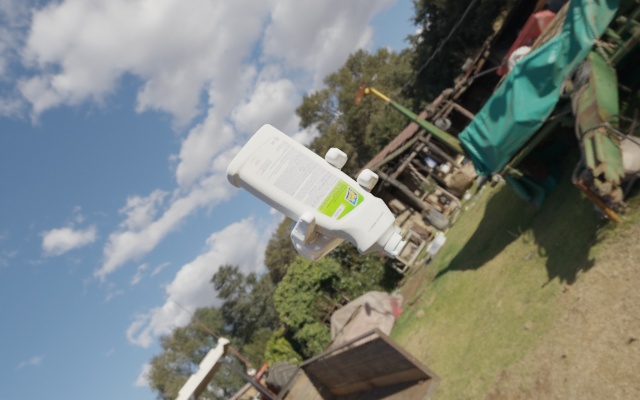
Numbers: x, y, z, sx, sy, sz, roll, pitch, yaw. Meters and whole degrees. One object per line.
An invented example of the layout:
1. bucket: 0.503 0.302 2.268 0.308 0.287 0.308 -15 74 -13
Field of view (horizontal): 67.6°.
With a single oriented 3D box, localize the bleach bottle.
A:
1. bleach bottle: 0.000 0.002 0.655 0.251 0.102 0.068 35 -14 10
